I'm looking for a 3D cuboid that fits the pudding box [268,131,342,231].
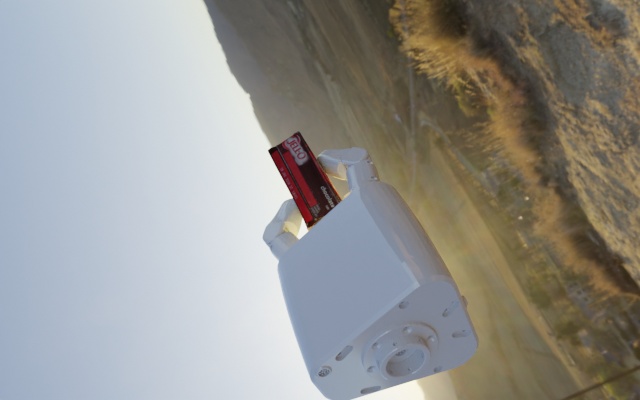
[{"bbox_3d":[0.000,0.002,0.448,0.039,0.090,0.113,-28,-27,1],"label":"pudding box"}]
